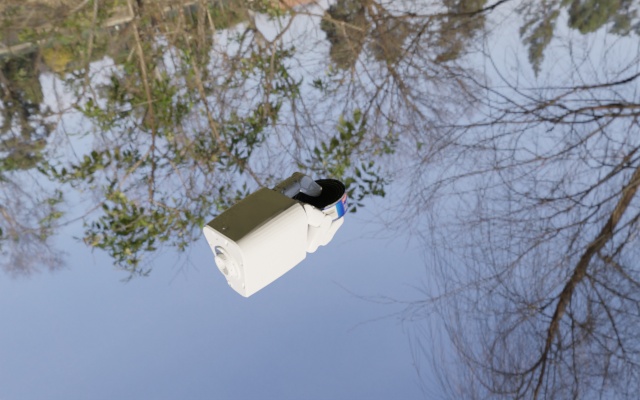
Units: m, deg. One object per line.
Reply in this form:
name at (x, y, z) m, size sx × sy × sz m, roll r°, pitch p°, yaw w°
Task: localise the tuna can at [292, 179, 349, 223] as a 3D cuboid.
tuna can at (0.000, 0.003, 0.746) m, size 0.086 × 0.034 × 0.086 m, roll -11°, pitch 32°, yaw 7°
